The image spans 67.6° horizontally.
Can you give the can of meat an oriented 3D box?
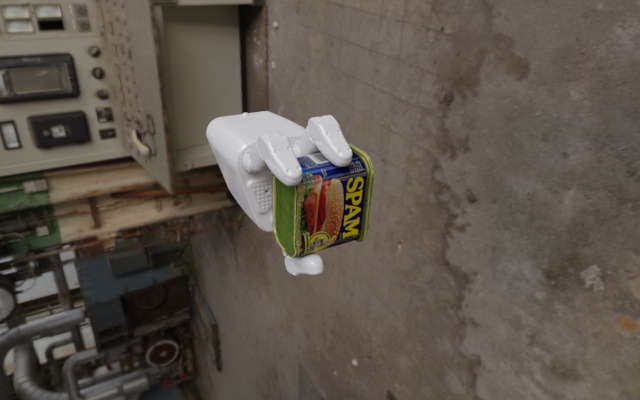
[{"bbox_3d":[0.000,0.002,0.477,0.084,0.102,0.057,-14,34,-27],"label":"can of meat"}]
